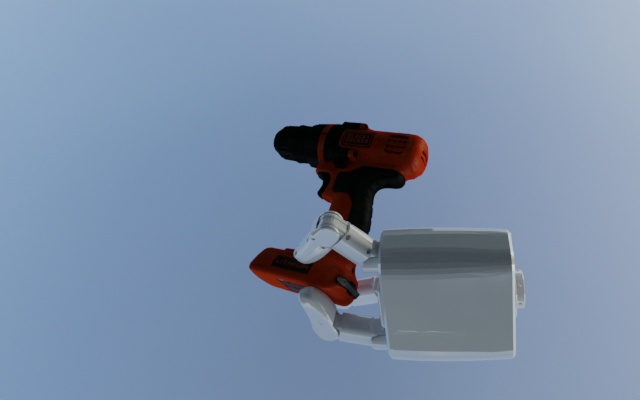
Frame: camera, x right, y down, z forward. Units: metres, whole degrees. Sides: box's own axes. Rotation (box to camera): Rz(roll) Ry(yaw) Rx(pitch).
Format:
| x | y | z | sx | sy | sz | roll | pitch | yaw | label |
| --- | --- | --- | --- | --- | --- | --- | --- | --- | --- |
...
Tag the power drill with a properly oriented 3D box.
| x | y | z | sx | sy | sz | roll | pitch | yaw | label |
| --- | --- | --- | --- | --- | --- | --- | --- | --- | --- |
| 0.000 | 0.002 | 0.492 | 0.184 | 0.187 | 0.057 | 10 | -23 | 33 | power drill |
